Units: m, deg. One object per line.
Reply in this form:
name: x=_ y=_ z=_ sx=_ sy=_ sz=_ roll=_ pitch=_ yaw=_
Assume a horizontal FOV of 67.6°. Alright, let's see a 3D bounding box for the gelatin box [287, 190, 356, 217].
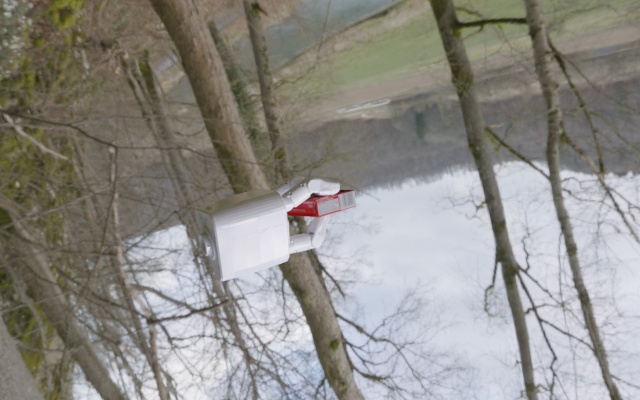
gelatin box: x=0.000 y=0.003 z=0.753 sx=0.089 sy=0.030 sz=0.073 roll=-15 pitch=12 yaw=-41
